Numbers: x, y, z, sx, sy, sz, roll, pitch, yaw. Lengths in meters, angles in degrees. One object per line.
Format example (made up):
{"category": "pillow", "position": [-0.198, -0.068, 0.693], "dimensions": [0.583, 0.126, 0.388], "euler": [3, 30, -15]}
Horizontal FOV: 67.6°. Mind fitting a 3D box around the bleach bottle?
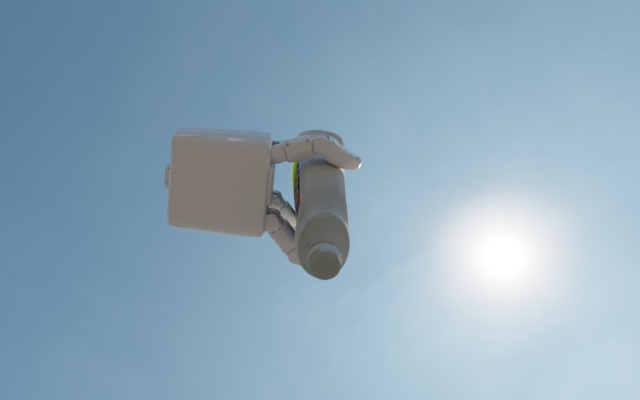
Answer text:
{"category": "bleach bottle", "position": [0.000, 0.002, 0.534], "dimensions": [0.068, 0.103, 0.250], "euler": [4, 23, -4]}
